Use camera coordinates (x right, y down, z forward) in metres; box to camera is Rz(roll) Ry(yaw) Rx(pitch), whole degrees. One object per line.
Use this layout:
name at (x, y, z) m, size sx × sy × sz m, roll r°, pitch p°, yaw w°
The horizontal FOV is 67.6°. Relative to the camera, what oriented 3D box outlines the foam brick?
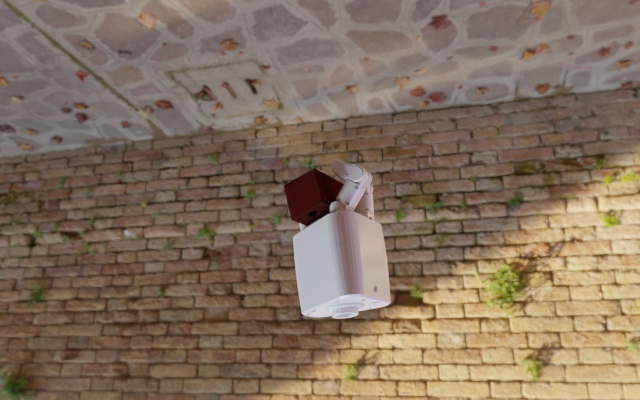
foam brick at (0.000, 0.002, 0.624) m, size 0.053 × 0.051 × 0.078 m, roll -30°, pitch -33°, yaw 28°
